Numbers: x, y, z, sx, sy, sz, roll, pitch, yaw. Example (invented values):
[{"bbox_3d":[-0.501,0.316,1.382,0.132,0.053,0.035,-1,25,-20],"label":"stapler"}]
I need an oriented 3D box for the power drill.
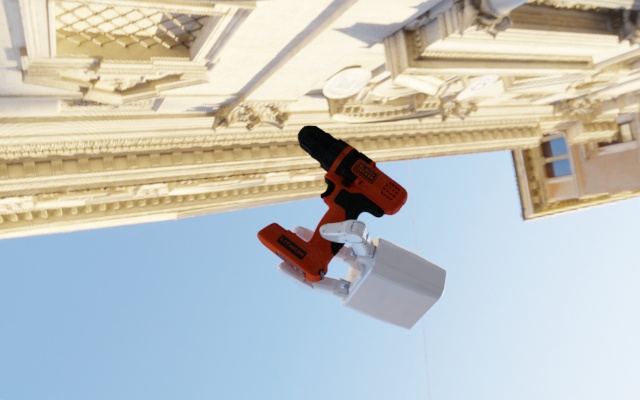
[{"bbox_3d":[0.000,0.003,0.660,0.184,0.187,0.057,37,-14,13],"label":"power drill"}]
